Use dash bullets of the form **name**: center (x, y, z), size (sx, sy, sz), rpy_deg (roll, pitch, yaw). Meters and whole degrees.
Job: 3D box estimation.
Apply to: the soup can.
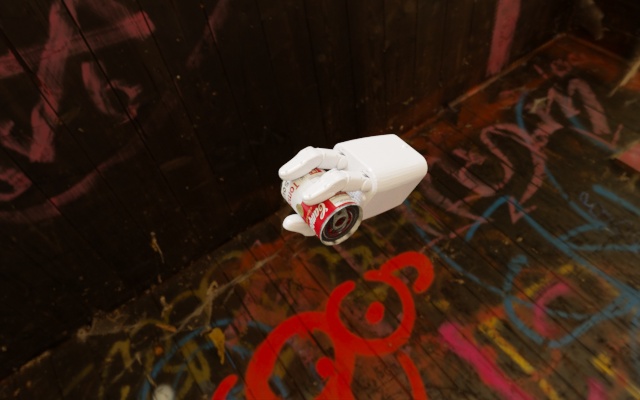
- **soup can**: center (0.000, 0.002, 0.643), size (0.068, 0.068, 0.102), rpy_deg (0, 37, -44)
